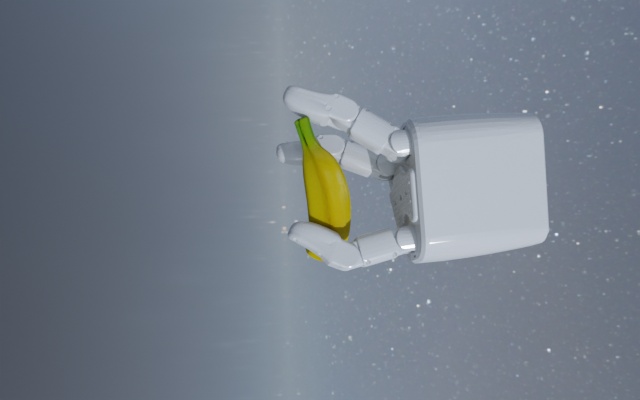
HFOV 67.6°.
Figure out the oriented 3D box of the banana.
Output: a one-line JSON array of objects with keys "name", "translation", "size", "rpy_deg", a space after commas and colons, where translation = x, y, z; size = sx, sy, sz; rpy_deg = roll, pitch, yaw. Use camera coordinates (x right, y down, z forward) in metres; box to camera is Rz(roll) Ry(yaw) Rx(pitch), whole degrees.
[{"name": "banana", "translation": [0.004, 0.015, 0.431], "size": [0.037, 0.069, 0.198], "rpy_deg": [-10, -34, -7]}]
